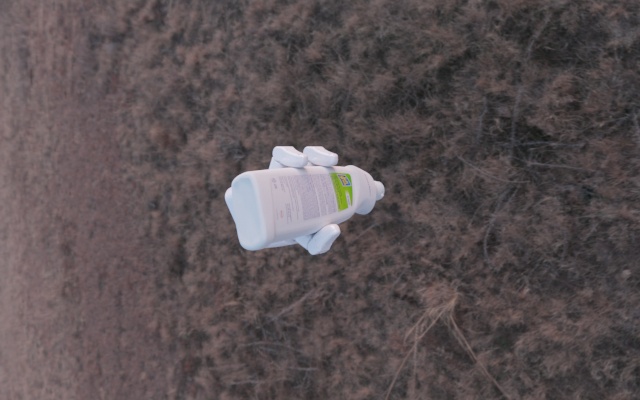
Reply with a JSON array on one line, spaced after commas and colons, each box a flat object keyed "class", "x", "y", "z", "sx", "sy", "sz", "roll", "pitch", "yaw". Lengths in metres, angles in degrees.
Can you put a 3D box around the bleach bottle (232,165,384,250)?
[{"class": "bleach bottle", "x": 0.000, "y": 0.002, "z": 0.679, "sx": 0.251, "sy": 0.102, "sz": 0.068, "roll": -6, "pitch": -6, "yaw": -41}]
